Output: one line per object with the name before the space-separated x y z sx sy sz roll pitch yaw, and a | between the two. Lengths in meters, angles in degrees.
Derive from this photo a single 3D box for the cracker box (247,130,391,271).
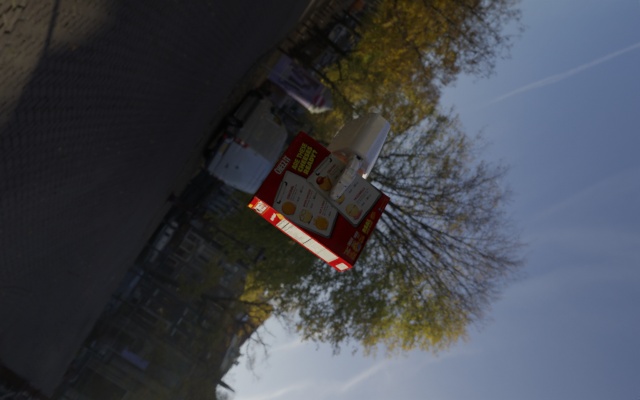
cracker box | 0.000 0.003 0.876 0.214 0.164 0.072 36 -28 -8
